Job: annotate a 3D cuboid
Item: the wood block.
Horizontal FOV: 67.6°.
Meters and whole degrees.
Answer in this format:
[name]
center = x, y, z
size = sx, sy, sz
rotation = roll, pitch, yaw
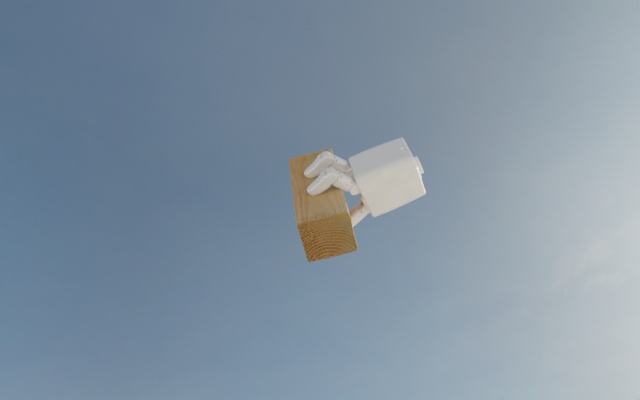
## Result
[wood block]
center = 0.001, 0.003, 0.873
size = 0.090, 0.091, 0.206
rotation = -14, 36, 2
